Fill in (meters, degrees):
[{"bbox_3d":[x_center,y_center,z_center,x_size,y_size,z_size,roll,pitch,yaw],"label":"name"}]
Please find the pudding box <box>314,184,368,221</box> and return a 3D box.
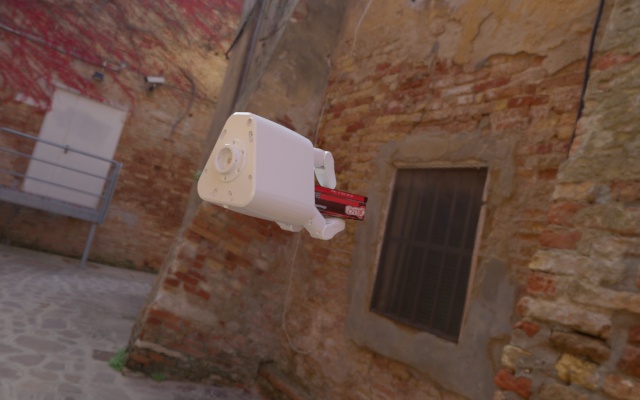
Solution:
[{"bbox_3d":[0.000,0.002,0.676,0.090,0.039,0.113,14,-3,-25],"label":"pudding box"}]
